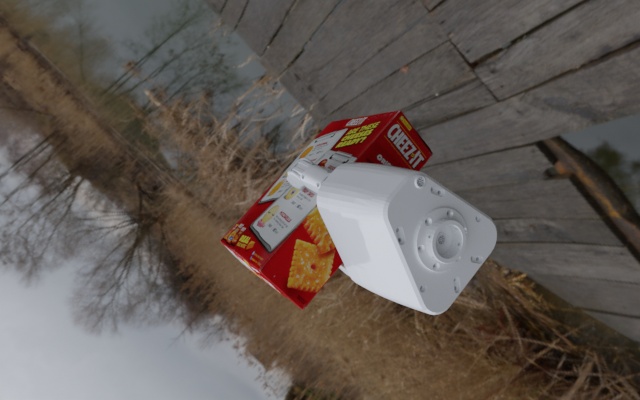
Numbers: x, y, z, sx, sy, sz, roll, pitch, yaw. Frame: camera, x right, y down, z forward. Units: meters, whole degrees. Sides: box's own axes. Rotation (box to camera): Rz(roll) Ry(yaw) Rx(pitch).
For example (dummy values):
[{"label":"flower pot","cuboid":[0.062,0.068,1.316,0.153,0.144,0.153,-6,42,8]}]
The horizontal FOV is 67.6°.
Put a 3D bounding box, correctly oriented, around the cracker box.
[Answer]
[{"label":"cracker box","cuboid":[0.000,0.002,0.537,0.072,0.213,0.164,47,-14,-21]}]
